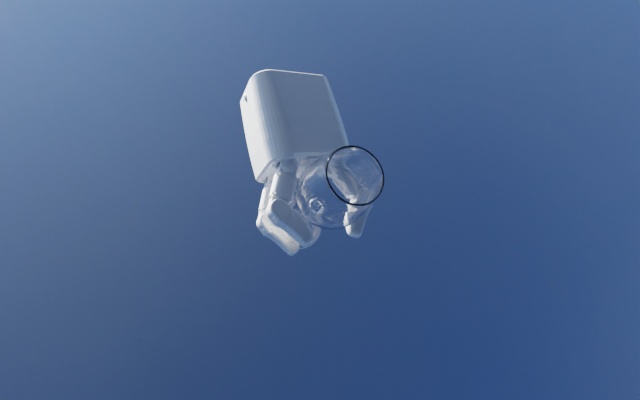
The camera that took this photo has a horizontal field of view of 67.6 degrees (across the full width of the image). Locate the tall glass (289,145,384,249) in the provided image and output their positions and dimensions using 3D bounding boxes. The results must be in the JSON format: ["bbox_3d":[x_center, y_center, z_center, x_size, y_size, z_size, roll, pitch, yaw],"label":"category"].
[{"bbox_3d":[0.000,0.002,0.547,0.079,0.079,0.201,0,-15,-21],"label":"tall glass"}]
